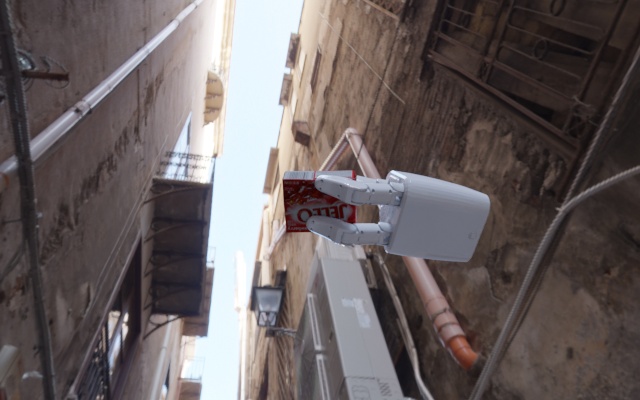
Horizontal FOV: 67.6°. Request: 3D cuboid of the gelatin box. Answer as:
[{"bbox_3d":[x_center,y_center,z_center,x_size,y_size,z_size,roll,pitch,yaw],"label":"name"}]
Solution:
[{"bbox_3d":[0.000,0.002,0.585,0.089,0.073,0.030,0,26,4],"label":"gelatin box"}]
